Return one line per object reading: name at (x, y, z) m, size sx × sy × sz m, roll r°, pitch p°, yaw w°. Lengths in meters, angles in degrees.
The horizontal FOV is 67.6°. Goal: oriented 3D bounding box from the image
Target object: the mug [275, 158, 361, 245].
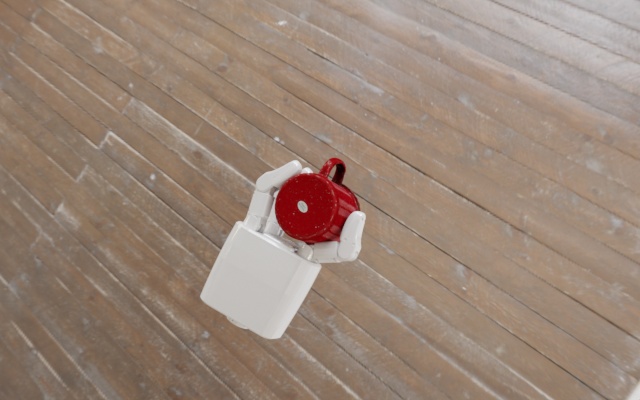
mug at (0.001, 0.001, 0.590) m, size 0.093 × 0.117 × 0.081 m, roll 26°, pitch 0°, yaw 22°
